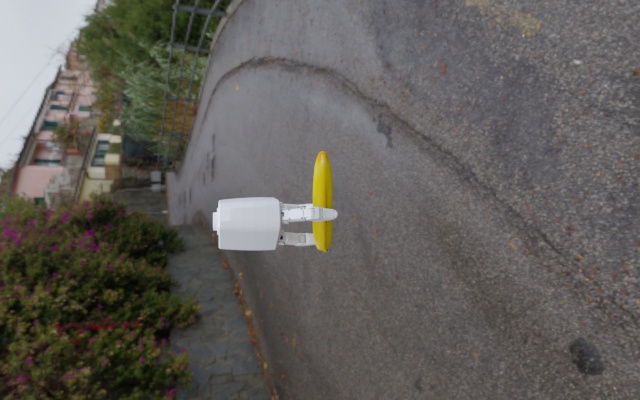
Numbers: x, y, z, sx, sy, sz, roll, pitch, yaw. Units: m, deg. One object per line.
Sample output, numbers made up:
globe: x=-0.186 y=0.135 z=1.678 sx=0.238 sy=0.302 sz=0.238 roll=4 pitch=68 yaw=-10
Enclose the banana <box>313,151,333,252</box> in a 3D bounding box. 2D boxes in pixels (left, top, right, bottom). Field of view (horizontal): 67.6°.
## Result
banana: x=0.003 y=0.010 z=0.882 sx=0.037 sy=0.198 sz=0.069 roll=-1 pitch=12 yaw=-7
